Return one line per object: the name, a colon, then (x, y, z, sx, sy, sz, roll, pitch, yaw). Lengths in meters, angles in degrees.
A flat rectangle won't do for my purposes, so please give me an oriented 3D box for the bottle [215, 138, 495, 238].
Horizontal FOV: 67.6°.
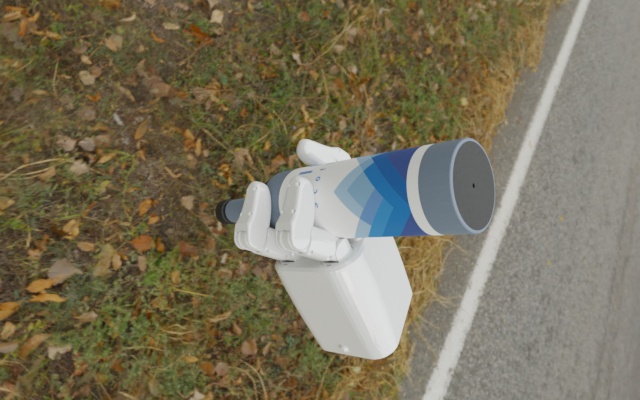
bottle: (0.000, 0.001, 0.429, 0.296, 0.069, 0.069, -6, -4, 44)
